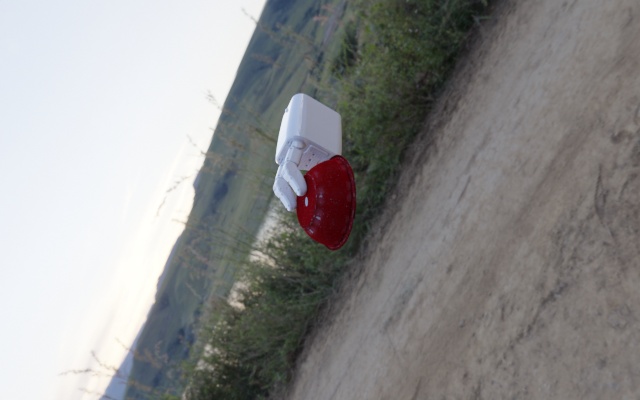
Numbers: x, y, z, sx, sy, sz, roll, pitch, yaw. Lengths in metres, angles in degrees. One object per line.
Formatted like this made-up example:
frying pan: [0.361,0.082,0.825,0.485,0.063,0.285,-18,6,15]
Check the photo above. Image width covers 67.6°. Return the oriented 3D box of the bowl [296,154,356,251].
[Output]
bowl: [0.000,0.004,0.792,0.055,0.162,0.162,3,-1,-23]
